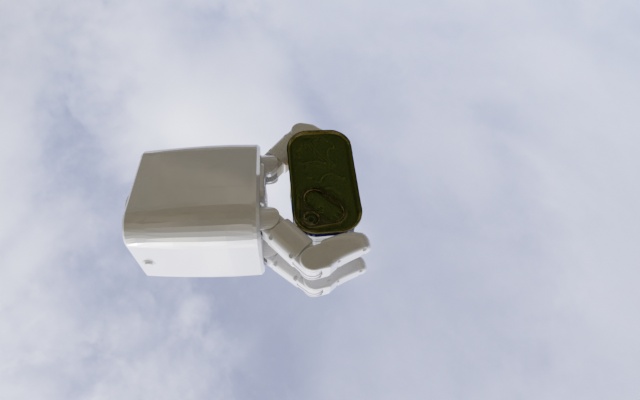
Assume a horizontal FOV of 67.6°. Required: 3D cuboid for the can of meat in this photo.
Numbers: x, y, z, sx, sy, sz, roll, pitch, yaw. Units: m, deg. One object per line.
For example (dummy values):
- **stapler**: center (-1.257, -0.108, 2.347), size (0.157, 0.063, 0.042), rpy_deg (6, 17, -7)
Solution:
- **can of meat**: center (0.000, 0.002, 0.438), size (0.057, 0.102, 0.084), rpy_deg (-4, -29, -6)
